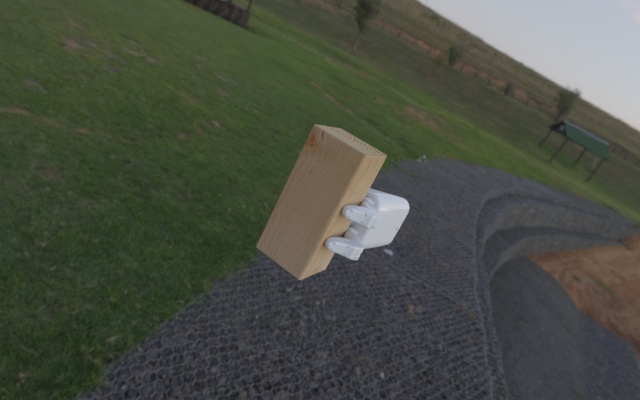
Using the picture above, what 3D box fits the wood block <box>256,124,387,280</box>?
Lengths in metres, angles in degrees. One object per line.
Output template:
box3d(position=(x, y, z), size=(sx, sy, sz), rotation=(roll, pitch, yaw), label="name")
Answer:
box3d(position=(0.000, 0.002, 0.709), size=(0.091, 0.206, 0.090), rotation=(34, 19, 21), label="wood block")
